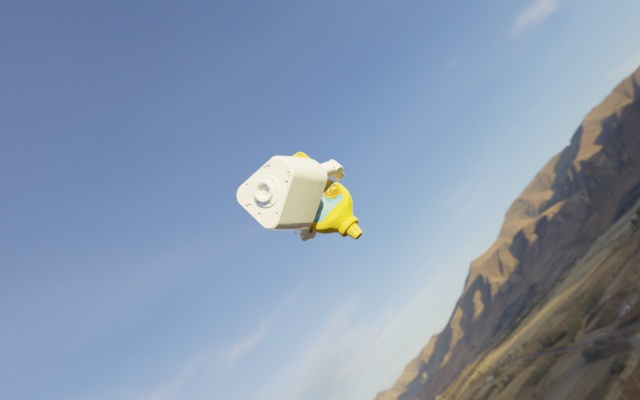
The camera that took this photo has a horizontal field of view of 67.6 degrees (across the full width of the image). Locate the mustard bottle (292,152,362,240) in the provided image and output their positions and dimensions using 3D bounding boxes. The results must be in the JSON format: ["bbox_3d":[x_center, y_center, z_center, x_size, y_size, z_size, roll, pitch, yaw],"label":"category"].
[{"bbox_3d":[0.000,0.003,0.862,0.191,0.096,0.058,41,-5,22],"label":"mustard bottle"}]
